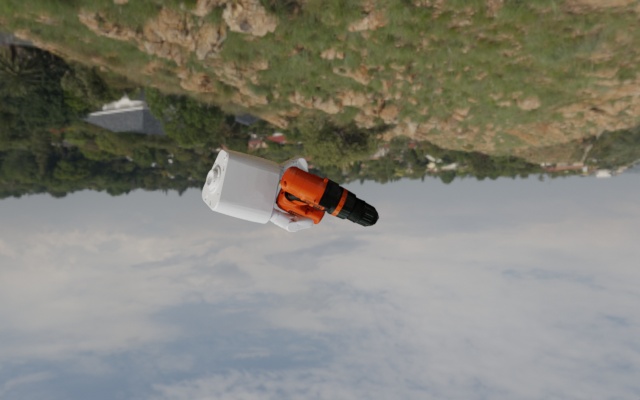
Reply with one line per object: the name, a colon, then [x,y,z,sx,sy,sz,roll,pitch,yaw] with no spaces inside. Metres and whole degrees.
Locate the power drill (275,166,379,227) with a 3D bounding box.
power drill: [0.000,0.003,0.891,0.184,0.057,0.188,27,-15,-12]
